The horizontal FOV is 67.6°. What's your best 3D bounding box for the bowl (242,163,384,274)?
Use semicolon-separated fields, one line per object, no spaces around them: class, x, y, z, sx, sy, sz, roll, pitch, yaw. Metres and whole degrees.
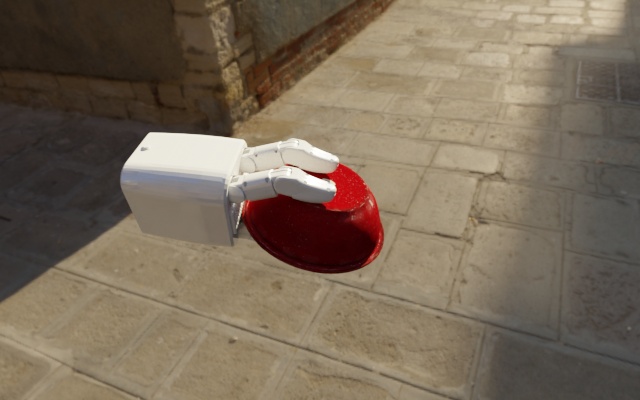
bowl;0.001;0.001;0.516;0.162;0.055;0.162;12;37;-9
